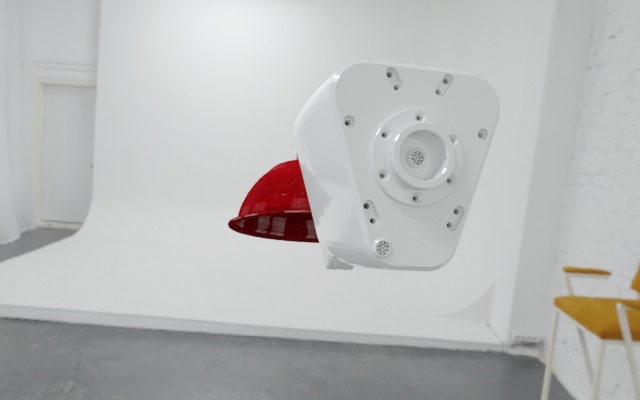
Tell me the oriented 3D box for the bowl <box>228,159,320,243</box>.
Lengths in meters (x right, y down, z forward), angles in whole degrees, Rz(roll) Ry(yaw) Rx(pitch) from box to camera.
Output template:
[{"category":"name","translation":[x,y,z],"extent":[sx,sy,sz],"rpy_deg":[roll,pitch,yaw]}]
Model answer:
[{"category":"bowl","translation":[-0.001,0.001,0.431],"extent":[0.162,0.055,0.162],"rpy_deg":[1,-13,0]}]
